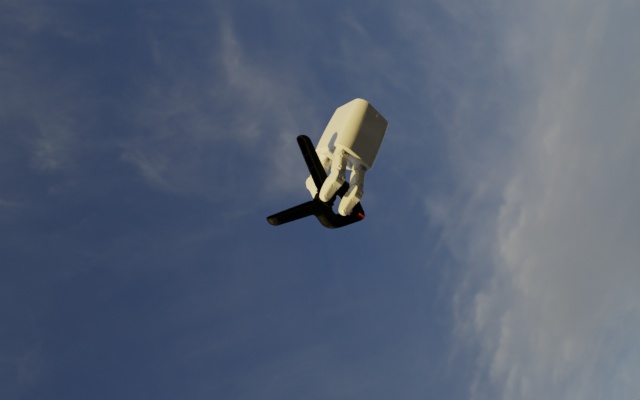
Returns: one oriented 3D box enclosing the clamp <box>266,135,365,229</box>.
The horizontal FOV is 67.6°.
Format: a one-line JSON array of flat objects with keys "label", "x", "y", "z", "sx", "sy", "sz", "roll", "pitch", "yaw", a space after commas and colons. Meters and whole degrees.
[{"label": "clamp", "x": 0.000, "y": 0.003, "z": 0.867, "sx": 0.210, "sy": 0.164, "sz": 0.036, "roll": 36, "pitch": -15, "yaw": -38}]
